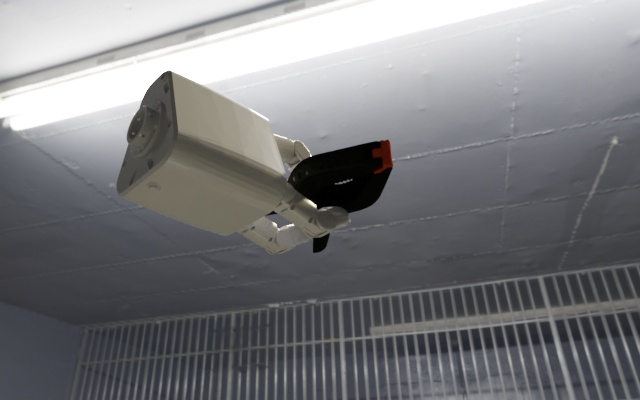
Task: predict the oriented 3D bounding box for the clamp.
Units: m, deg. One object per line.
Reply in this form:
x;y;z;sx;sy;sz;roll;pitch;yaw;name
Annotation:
0.000;0.001;0.494;0.210;0.036;0.164;-26;-36;37;clamp
